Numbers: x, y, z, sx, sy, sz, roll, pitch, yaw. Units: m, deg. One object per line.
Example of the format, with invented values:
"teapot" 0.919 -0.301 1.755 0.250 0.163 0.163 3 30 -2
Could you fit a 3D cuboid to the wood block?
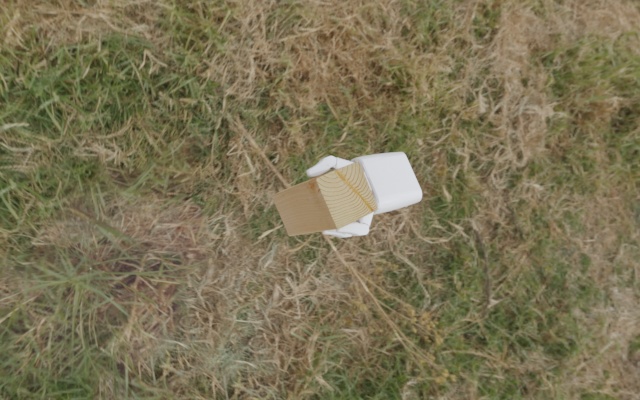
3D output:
"wood block" 0.000 0.002 0.868 0.090 0.091 0.206 -24 3 -27
